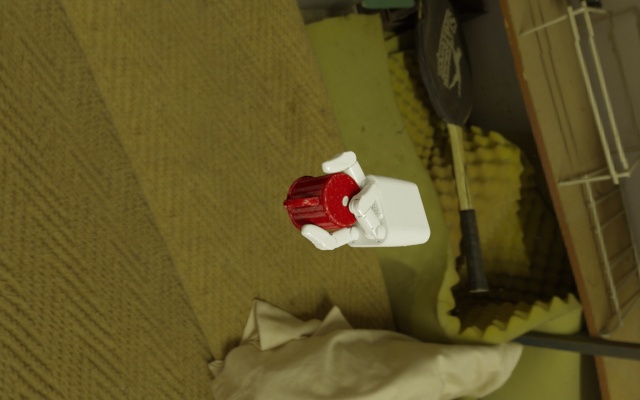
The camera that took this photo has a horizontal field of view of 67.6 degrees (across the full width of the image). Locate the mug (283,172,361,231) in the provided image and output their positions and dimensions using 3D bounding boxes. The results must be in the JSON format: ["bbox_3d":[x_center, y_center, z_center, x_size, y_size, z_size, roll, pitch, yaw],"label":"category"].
[{"bbox_3d":[-0.001,0.002,0.712,0.117,0.093,0.081,2,-8,-41],"label":"mug"}]
